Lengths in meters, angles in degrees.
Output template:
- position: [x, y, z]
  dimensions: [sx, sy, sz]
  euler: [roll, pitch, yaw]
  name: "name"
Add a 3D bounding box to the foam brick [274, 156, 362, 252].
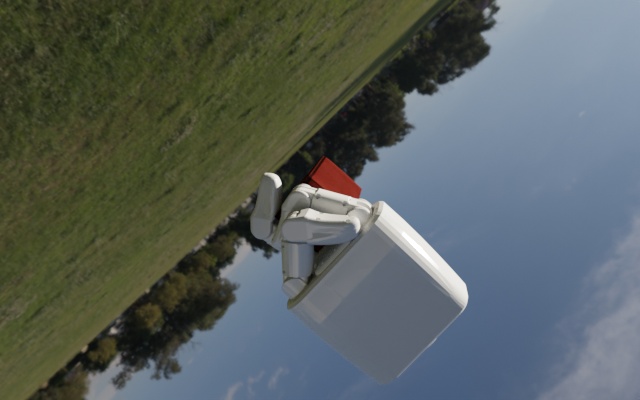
- position: [0.000, 0.001, 0.448]
  dimensions: [0.051, 0.053, 0.078]
  euler: [40, 22, -4]
  name: "foam brick"
